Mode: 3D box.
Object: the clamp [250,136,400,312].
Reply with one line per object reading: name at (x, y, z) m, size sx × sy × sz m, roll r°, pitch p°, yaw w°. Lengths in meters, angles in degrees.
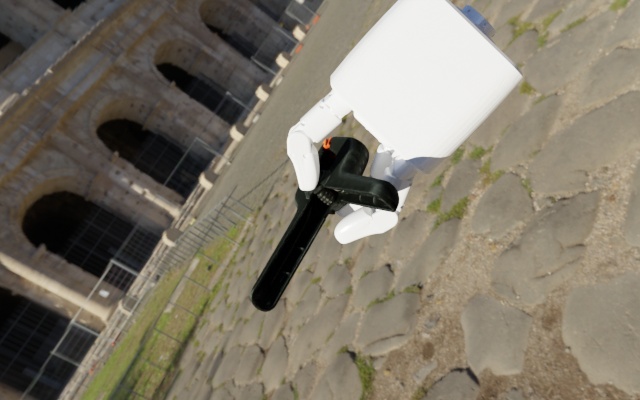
clamp at (0.000, 0.001, 0.455) m, size 0.036 × 0.164 × 0.210 m, roll 40°, pitch 22°, yaw -18°
